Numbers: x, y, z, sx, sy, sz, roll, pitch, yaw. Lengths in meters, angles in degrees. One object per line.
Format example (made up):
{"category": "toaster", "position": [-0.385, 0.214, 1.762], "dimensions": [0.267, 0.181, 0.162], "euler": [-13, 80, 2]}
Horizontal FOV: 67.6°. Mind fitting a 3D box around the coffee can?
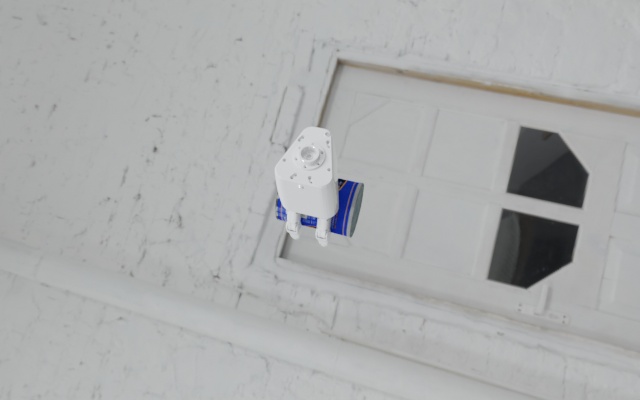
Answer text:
{"category": "coffee can", "position": [0.000, 0.003, 0.878], "dimensions": [0.140, 0.103, 0.103], "euler": [13, 2, 10]}
